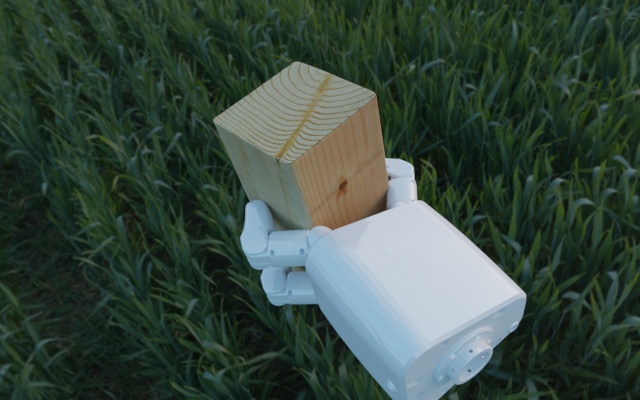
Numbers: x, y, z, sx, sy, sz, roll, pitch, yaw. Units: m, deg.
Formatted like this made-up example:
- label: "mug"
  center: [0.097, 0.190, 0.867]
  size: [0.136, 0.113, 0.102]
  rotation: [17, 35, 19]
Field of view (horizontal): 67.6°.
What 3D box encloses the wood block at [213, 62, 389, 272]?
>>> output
- label: "wood block"
  center: [0.001, 0.001, 0.416]
  size: [0.091, 0.206, 0.090]
  rotation: [-41, 51, -22]
